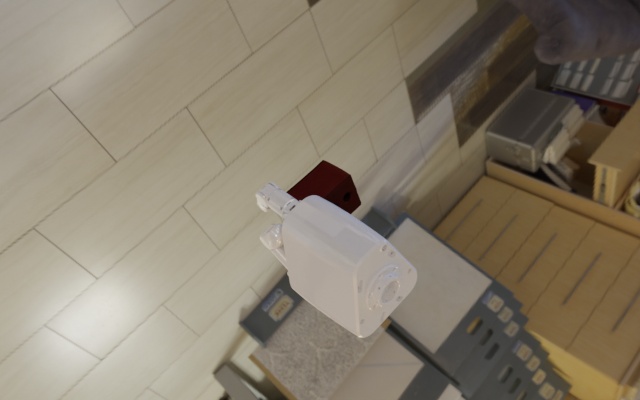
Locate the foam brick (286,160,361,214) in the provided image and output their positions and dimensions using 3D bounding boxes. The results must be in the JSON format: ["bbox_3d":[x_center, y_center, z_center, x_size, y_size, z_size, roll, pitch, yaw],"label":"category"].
[{"bbox_3d":[0.000,0.002,0.556,0.078,0.053,0.051,-43,44,-19],"label":"foam brick"}]
